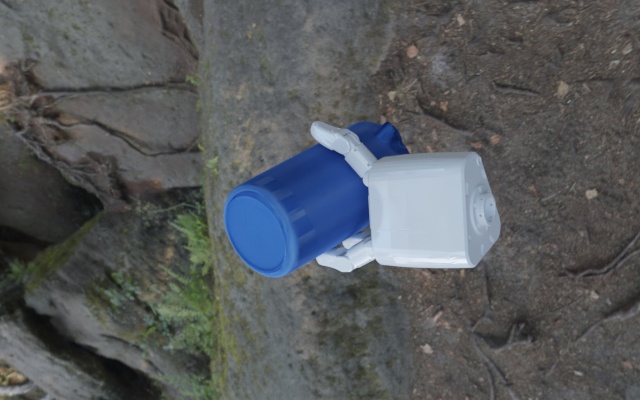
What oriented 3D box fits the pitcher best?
[{"bbox_3d":[0.000,0.002,0.591,0.145,0.149,0.242,0,20,40],"label":"pitcher"}]
